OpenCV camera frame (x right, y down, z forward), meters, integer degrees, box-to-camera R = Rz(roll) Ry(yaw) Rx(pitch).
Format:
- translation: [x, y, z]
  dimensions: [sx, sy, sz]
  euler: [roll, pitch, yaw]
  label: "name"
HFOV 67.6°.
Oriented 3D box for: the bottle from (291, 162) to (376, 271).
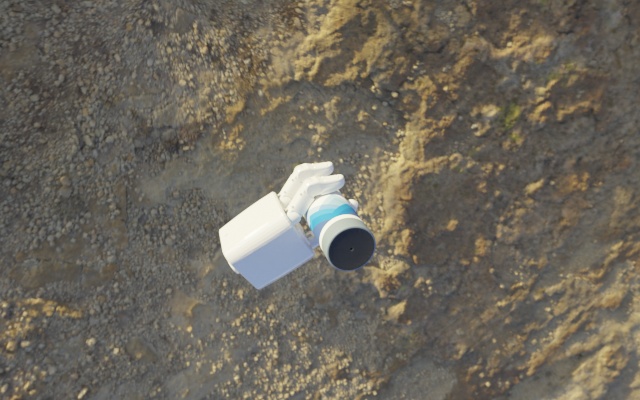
- translation: [0.000, 0.002, 0.734]
  dimensions: [0.069, 0.069, 0.295]
  euler: [0, 24, -17]
  label: "bottle"
